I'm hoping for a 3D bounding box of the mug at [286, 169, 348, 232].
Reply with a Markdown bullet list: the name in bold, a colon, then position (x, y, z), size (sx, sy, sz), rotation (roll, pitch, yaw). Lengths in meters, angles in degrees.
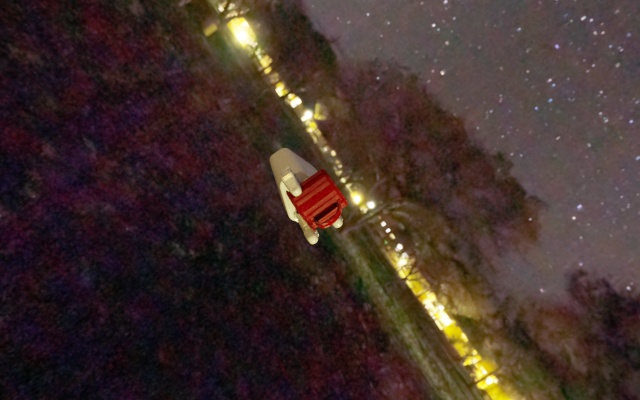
- **mug**: position (0.001, 0.003, 0.863), size (0.081, 0.093, 0.117), rotation (-36, 40, 3)
